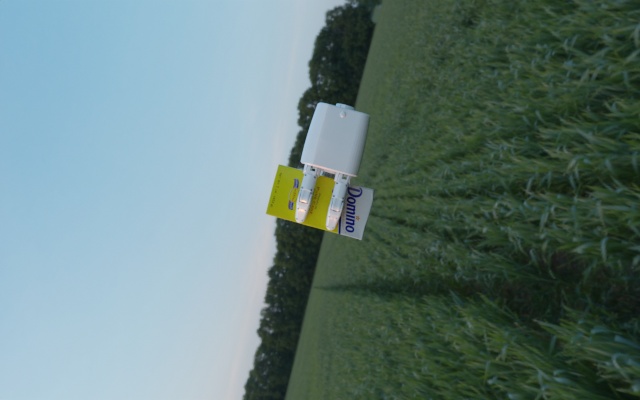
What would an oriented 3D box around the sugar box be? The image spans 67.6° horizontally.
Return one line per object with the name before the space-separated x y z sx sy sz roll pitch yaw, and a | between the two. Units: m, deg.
sugar box | 0.000 0.003 0.847 0.176 0.093 0.048 14 2 1
